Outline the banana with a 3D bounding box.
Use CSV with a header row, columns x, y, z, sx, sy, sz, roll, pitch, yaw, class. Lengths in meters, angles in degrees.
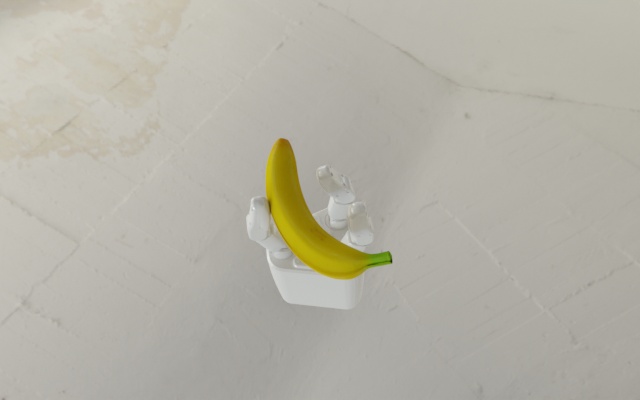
x,y,z,sx,sy,sz,roll,pitch,yaw,class
-0.013,0.014,0.480,0.069,0.197,0.037,-33,-33,-11,banana
